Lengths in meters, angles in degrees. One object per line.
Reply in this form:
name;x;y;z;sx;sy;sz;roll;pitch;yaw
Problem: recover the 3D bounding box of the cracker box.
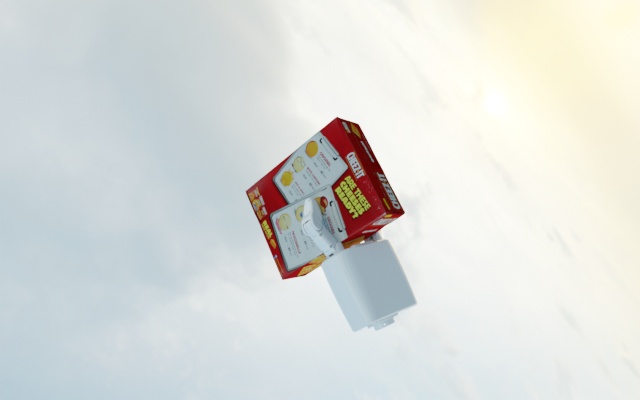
cracker box;0.000;0.002;0.736;0.214;0.164;0.072;-35;-20;30
